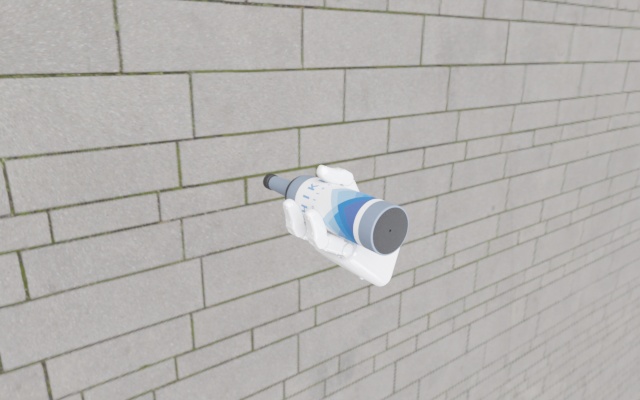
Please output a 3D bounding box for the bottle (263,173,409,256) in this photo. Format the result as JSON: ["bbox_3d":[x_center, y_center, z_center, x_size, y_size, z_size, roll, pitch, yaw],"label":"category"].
[{"bbox_3d":[0.000,0.002,0.710,0.069,0.069,0.295,0,14,-38],"label":"bottle"}]
